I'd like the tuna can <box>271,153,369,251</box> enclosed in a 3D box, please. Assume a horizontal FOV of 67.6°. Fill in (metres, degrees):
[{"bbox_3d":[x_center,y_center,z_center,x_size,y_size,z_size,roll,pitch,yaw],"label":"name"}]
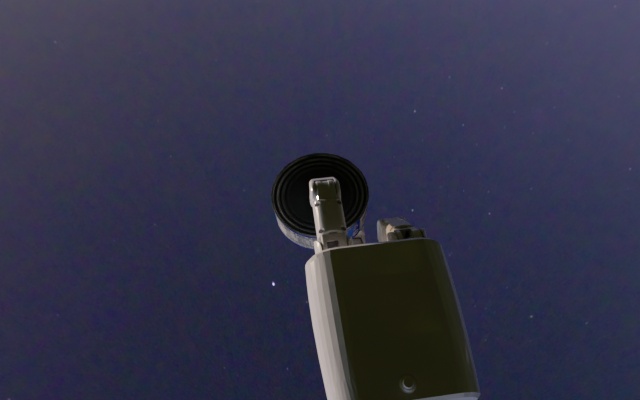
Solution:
[{"bbox_3d":[0.000,0.002,0.431,0.086,0.086,0.034,0,-31,3],"label":"tuna can"}]
